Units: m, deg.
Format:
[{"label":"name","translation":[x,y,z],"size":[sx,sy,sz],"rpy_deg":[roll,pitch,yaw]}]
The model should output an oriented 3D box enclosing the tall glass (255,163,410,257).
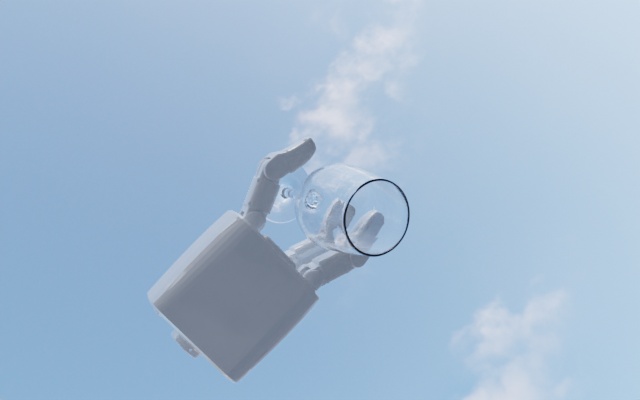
[{"label":"tall glass","translation":[0.000,0.001,0.457],"size":[0.079,0.079,0.201],"rpy_deg":[0,7,-27]}]
